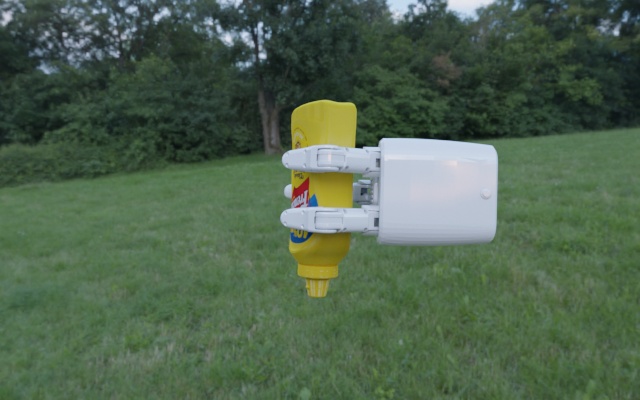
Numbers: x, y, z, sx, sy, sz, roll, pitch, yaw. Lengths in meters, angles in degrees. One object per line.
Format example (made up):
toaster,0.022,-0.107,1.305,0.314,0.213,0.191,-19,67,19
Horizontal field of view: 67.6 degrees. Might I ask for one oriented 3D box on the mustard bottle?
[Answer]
mustard bottle,0.000,0.001,0.485,0.058,0.191,0.096,1,0,-23
